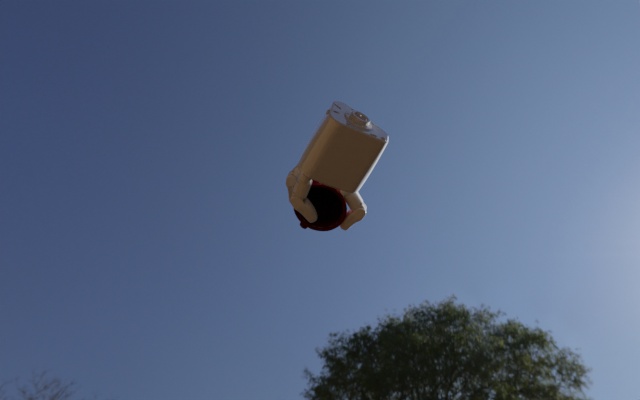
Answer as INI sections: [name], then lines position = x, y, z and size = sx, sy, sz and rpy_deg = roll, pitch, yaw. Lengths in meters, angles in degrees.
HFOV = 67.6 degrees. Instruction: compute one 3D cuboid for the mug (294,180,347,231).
[mug]
position = 0.000, 0.004, 0.852
size = 0.093, 0.117, 0.081
rpy_deg = 31, 31, -6
